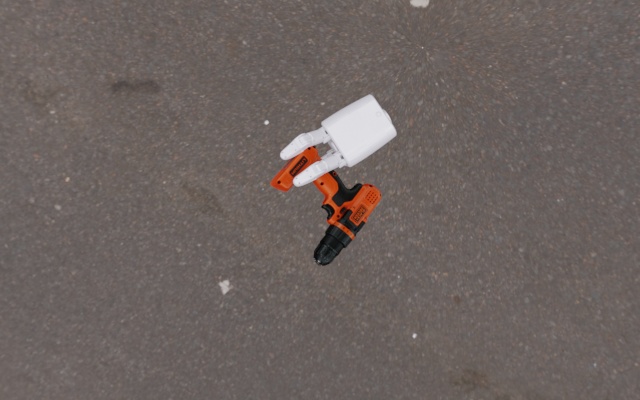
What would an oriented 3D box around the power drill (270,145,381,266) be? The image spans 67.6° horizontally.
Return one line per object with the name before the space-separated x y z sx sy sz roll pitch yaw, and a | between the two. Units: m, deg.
power drill | 0.000 0.002 0.889 0.188 0.184 0.057 42 -15 -14
